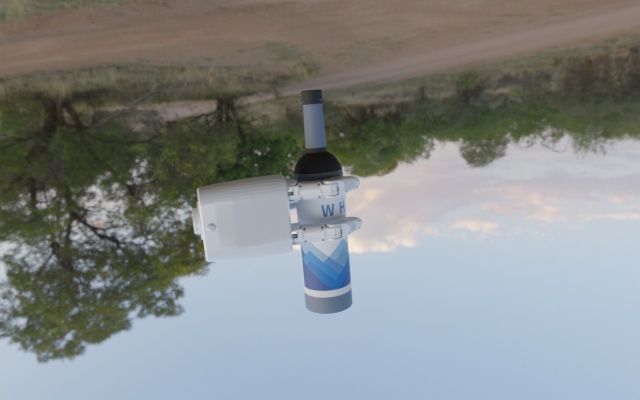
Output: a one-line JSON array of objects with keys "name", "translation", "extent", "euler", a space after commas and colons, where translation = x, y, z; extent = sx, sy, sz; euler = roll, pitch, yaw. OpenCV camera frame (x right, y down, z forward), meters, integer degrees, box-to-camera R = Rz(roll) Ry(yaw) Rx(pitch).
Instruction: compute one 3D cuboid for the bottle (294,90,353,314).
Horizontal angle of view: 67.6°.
[{"name": "bottle", "translation": [0.000, 0.002, 0.643], "extent": [0.069, 0.296, 0.069], "euler": [-5, 11, 1]}]
